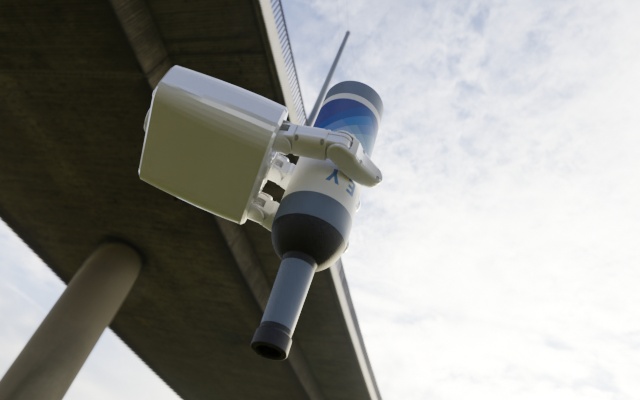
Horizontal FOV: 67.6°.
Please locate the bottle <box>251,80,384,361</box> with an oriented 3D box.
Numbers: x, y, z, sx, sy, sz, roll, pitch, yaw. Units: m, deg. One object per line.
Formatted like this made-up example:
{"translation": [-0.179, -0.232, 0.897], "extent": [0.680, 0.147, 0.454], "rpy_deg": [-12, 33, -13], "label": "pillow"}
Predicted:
{"translation": [0.000, 0.001, 0.433], "extent": [0.069, 0.295, 0.069], "rpy_deg": [11, -41, 10], "label": "bottle"}
